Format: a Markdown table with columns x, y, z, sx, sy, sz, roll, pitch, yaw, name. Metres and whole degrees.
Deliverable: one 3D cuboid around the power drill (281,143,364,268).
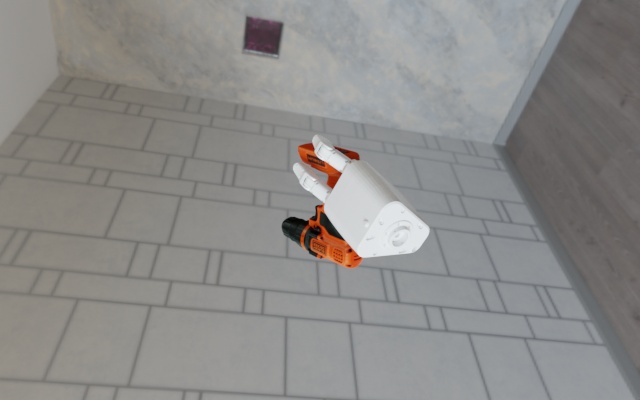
| x | y | z | sx | sy | sz | roll | pitch | yaw | name |
| --- | --- | --- | --- | --- | --- | --- | --- | --- | --- |
| 0.000 | 0.002 | 0.790 | 0.057 | 0.188 | 0.184 | -18 | 27 | -41 | power drill |
